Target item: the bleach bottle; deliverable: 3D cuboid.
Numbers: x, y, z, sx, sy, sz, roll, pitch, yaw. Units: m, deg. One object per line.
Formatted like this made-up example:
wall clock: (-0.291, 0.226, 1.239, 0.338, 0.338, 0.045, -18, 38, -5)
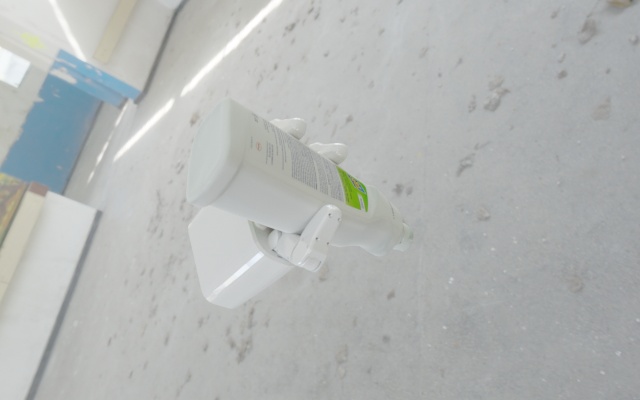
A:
bleach bottle: (0.000, 0.001, 0.462, 0.251, 0.102, 0.068, 27, -53, -32)
